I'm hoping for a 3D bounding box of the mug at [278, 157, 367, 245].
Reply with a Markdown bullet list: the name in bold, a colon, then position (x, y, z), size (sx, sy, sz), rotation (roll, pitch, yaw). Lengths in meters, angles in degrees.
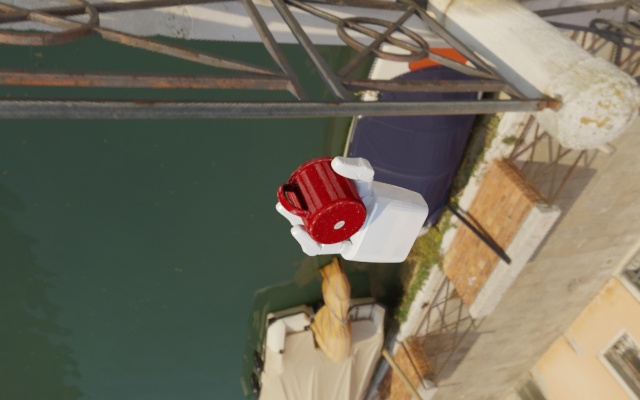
- **mug**: position (-0.001, 0.002, 0.624), size (0.117, 0.093, 0.081), rotation (8, 39, -32)
